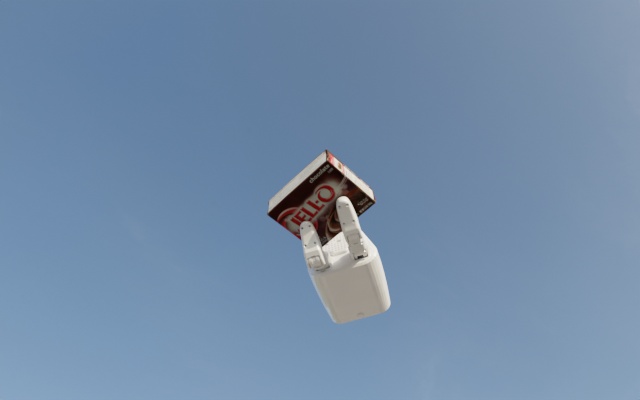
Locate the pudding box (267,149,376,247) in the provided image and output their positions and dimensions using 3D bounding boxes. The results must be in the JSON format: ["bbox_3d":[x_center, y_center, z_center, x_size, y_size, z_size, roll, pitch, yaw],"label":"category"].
[{"bbox_3d":[0.000,0.002,0.620,0.090,0.113,0.039,39,21,-25],"label":"pudding box"}]
